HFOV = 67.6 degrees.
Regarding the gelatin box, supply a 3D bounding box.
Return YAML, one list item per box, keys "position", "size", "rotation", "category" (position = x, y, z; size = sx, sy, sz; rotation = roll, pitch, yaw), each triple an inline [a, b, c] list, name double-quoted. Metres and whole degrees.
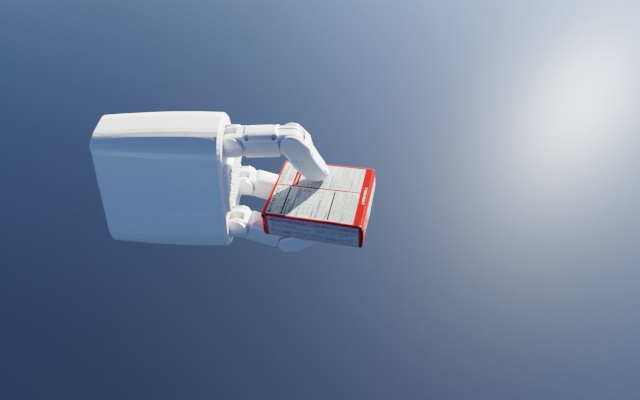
- position: [0.000, 0.001, 0.428]
  size: [0.089, 0.030, 0.073]
  rotation: [7, 46, 12]
  category: "gelatin box"
